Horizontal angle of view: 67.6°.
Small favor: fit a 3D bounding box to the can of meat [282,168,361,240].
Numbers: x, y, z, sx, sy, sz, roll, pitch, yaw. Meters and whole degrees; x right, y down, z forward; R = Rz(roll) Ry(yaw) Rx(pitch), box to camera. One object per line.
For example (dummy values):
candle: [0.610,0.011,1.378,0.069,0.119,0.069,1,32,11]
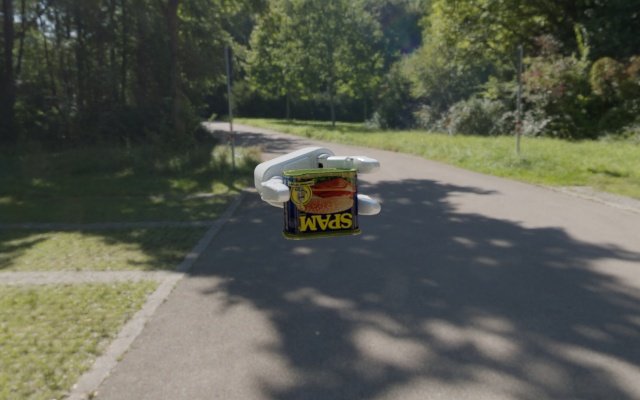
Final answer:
can of meat: [0.000,0.002,0.624,0.102,0.084,0.057,-4,9,-12]
